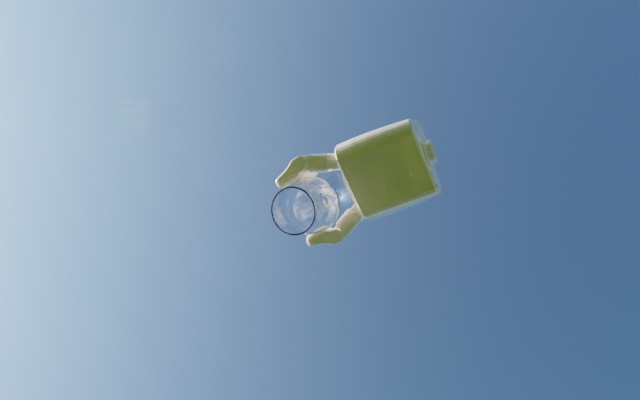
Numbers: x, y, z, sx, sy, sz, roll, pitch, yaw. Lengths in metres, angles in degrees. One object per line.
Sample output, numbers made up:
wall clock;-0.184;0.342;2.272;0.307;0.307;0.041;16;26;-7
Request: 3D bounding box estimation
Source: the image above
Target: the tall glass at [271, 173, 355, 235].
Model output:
tall glass;0.000;0.002;0.688;0.079;0.079;0.201;0;7;21
